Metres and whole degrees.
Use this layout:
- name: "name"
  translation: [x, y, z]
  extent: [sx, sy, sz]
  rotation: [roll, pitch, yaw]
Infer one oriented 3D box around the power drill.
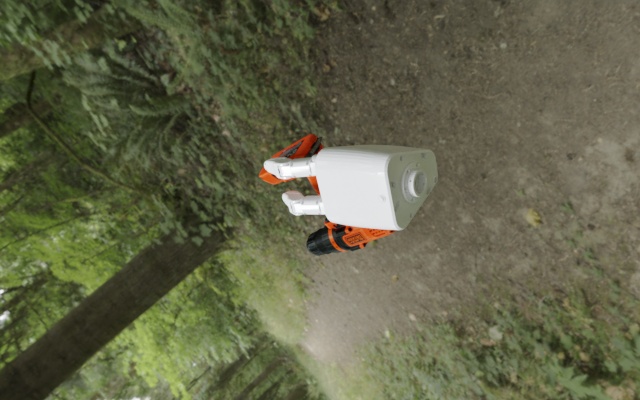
- name: "power drill"
  translation: [0.000, 0.002, 0.712]
  extent: [0.184, 0.057, 0.188]
  rotation: [-25, -62, 42]
